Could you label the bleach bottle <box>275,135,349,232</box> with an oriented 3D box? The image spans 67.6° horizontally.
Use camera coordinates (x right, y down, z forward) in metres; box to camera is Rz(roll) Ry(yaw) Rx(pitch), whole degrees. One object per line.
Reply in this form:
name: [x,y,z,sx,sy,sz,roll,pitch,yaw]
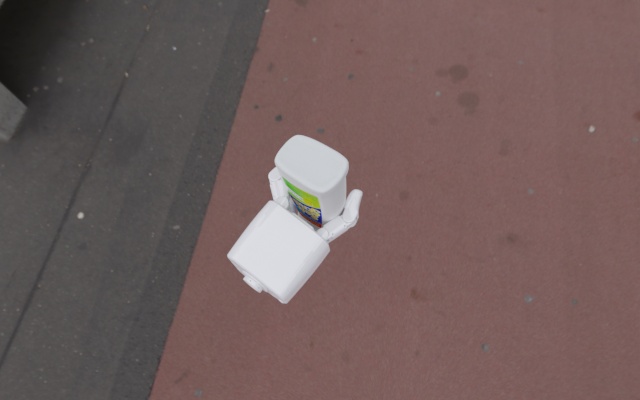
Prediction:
bleach bottle: [0.000,0.002,0.747,0.102,0.068,0.251,32,-18,21]
